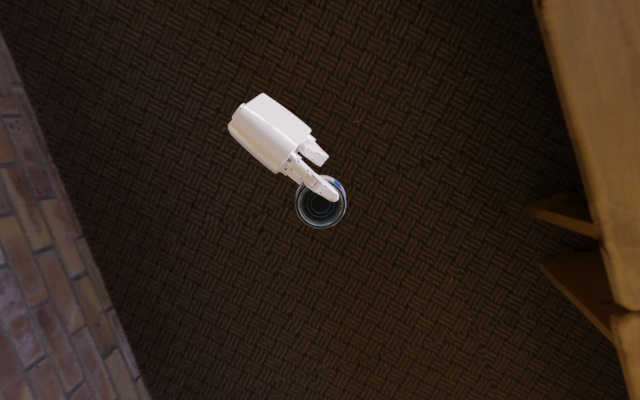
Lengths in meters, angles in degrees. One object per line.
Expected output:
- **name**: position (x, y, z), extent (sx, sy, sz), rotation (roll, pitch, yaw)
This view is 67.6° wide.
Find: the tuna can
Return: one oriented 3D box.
- **tuna can**: position (0.000, 0.003, 0.786), extent (0.086, 0.086, 0.033), rotation (0, 13, 0)
